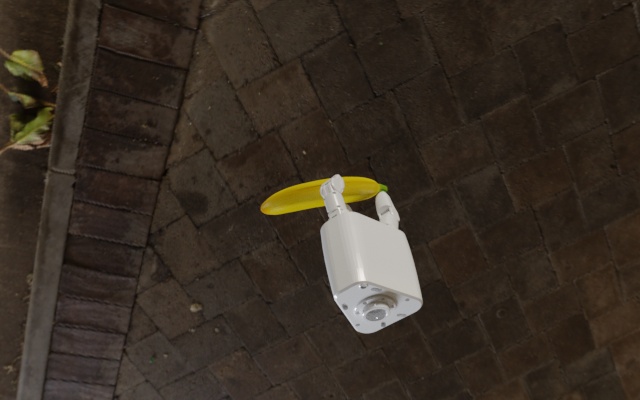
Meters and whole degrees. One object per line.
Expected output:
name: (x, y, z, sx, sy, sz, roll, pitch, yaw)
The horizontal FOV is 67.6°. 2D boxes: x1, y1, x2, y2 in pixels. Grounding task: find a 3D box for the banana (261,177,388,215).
banana: (0.001, -0.005, 0.707, 0.198, 0.037, 0.070, -8, -23, 7)
